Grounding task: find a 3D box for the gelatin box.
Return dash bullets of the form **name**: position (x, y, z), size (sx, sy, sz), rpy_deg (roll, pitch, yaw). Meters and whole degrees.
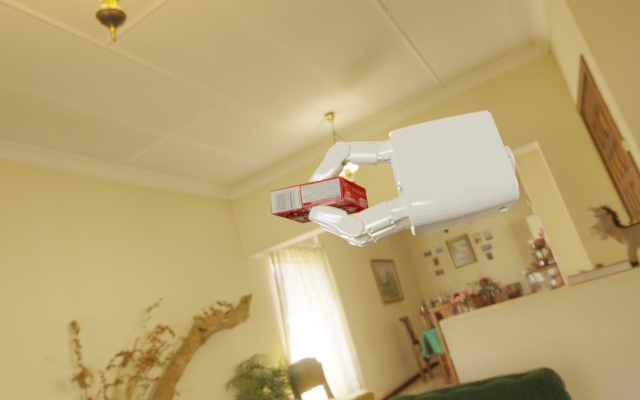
- **gelatin box**: position (0.000, 0.001, 0.534), size (0.089, 0.030, 0.073), rpy_deg (-11, -14, 23)
